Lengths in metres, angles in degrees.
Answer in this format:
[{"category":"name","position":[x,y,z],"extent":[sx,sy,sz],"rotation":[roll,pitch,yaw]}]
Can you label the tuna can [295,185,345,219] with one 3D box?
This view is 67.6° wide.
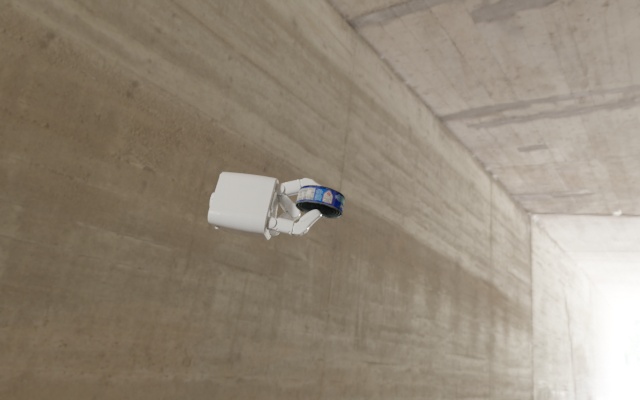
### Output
[{"category":"tuna can","position":[0.000,0.002,0.856],"extent":[0.086,0.033,0.086],"rotation":[12,-17,4]}]
